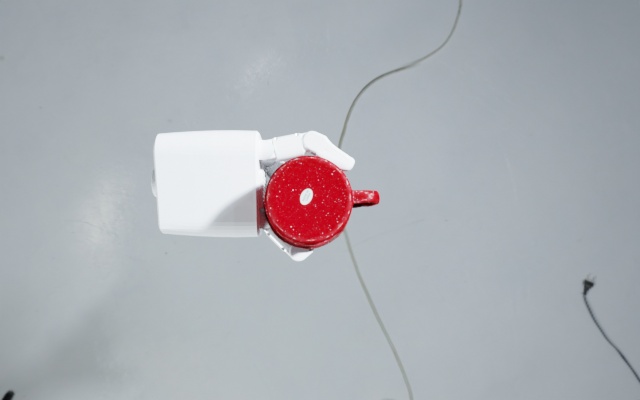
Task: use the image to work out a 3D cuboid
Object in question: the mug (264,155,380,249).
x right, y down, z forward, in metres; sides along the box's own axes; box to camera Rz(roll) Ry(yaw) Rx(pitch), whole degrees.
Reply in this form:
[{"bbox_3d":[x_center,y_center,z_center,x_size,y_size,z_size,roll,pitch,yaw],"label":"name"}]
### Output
[{"bbox_3d":[0.002,0.002,0.468,0.117,0.093,0.081,-1,-4,-2],"label":"mug"}]
